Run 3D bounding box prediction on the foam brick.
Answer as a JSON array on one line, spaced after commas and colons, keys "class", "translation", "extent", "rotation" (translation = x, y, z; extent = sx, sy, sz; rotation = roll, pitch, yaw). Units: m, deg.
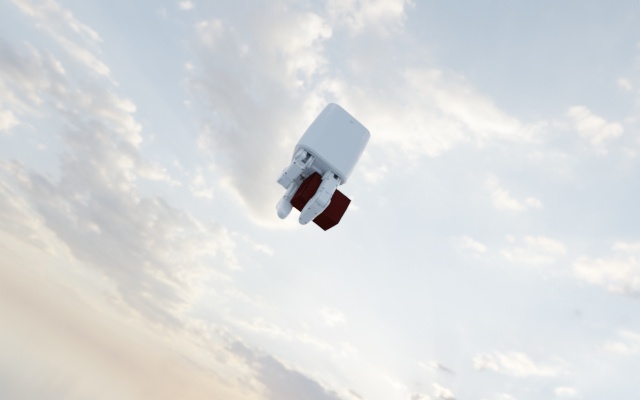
[{"class": "foam brick", "translation": [0.000, 0.003, 0.766], "extent": [0.078, 0.051, 0.053], "rotation": [38, -29, -12]}]
